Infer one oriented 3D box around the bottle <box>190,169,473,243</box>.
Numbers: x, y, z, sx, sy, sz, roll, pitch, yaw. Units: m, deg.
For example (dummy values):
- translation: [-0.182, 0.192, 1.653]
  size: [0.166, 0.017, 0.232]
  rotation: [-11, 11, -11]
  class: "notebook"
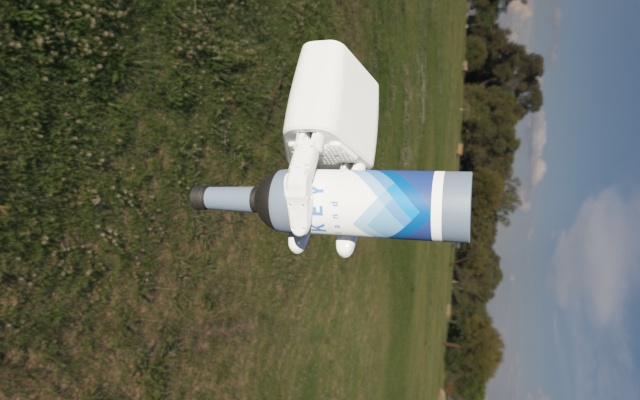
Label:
- translation: [0.000, 0.002, 0.489]
  size: [0.295, 0.069, 0.069]
  rotation: [2, 1, 18]
  class: "bottle"
